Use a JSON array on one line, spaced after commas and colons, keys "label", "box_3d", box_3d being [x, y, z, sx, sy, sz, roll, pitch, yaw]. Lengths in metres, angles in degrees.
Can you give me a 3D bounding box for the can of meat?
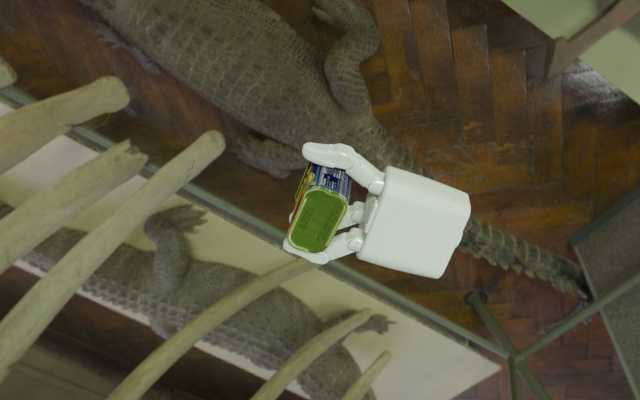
[{"label": "can of meat", "box_3d": [0.000, 0.002, 0.575, 0.057, 0.102, 0.084, 20, 37, -7]}]
